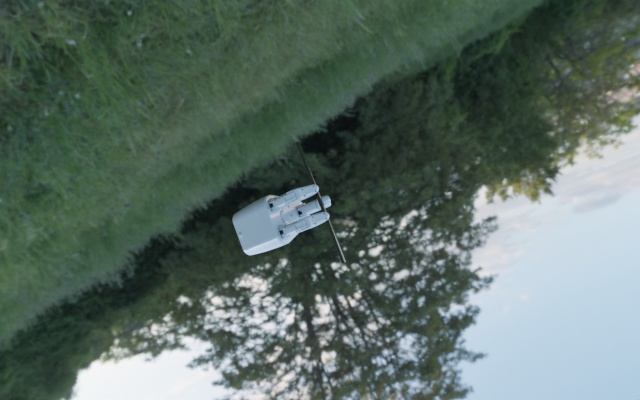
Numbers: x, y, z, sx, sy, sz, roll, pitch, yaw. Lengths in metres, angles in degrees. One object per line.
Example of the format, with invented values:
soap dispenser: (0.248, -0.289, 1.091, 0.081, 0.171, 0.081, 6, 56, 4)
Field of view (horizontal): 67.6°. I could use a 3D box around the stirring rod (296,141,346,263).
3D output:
stirring rod: (0.000, 0.003, 0.889, 0.011, 0.239, 0.011, -21, -3, -1)
